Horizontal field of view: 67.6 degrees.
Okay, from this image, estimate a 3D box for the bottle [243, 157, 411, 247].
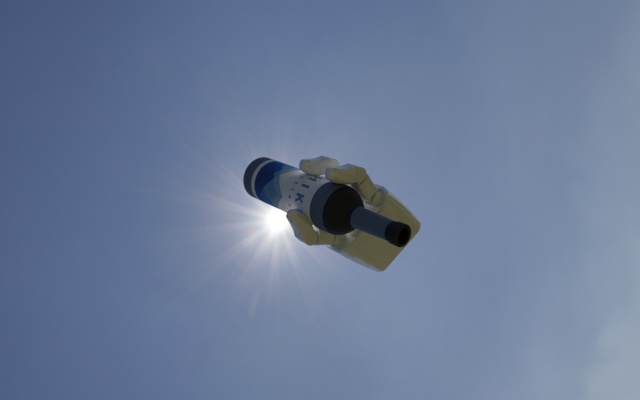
[{"bbox_3d":[0.000,0.002,0.641,0.069,0.069,0.295,0,15,-41],"label":"bottle"}]
